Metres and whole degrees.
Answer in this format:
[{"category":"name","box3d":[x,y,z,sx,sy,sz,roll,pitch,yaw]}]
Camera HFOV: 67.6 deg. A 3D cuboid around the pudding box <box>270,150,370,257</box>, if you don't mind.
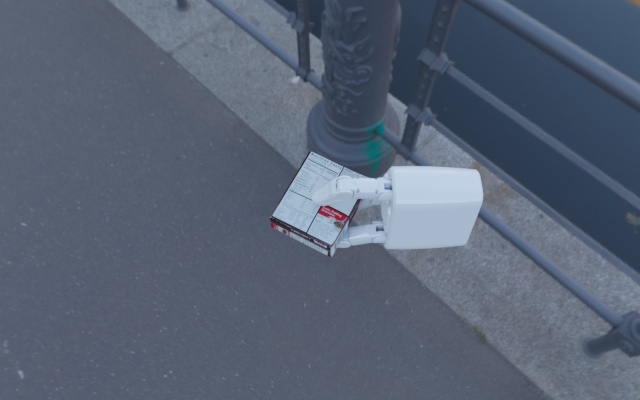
[{"category":"pudding box","box3d":[0.000,0.002,0.614,0.090,0.113,0.039,26,-24,10]}]
